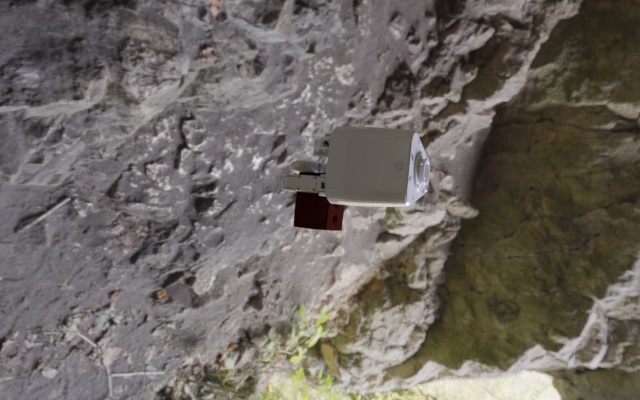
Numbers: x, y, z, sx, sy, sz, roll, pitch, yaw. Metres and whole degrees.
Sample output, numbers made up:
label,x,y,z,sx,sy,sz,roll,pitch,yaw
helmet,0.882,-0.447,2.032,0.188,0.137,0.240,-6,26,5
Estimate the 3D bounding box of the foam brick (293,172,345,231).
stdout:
label,x,y,z,sx,sy,sz,roll,pitch,yaw
foam brick,0.000,0.002,0.655,0.051,0.078,0.053,5,-2,25
